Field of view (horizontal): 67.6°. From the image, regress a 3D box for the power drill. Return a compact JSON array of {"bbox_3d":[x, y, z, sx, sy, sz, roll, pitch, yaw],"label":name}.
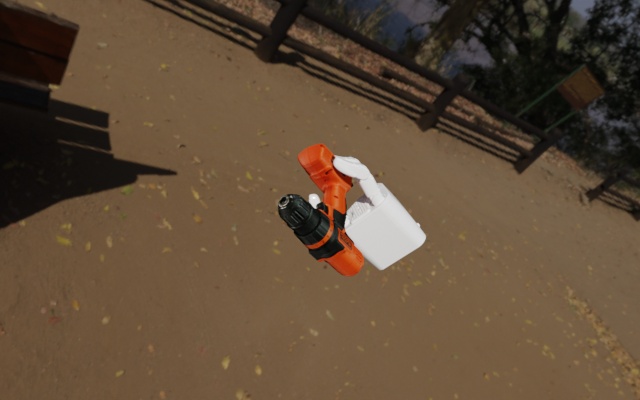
[{"bbox_3d":[0.000,0.002,0.728,0.057,0.187,0.184,-22,-47,23],"label":"power drill"}]
